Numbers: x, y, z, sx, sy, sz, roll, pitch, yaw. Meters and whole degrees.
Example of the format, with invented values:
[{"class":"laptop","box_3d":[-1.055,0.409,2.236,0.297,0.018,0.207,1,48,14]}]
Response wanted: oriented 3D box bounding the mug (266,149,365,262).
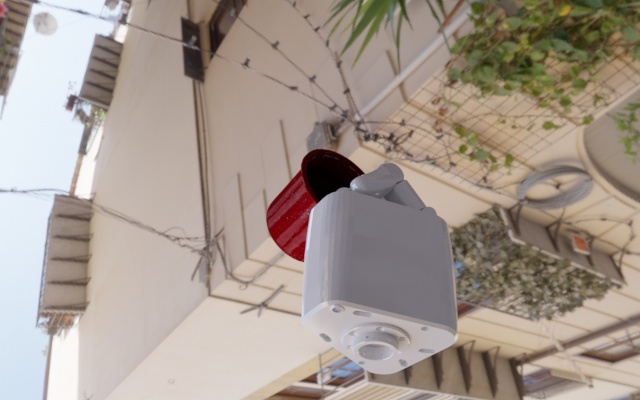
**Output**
[{"class":"mug","box_3d":[0.000,0.001,0.486,0.093,0.117,0.081,30,-50,-19]}]
